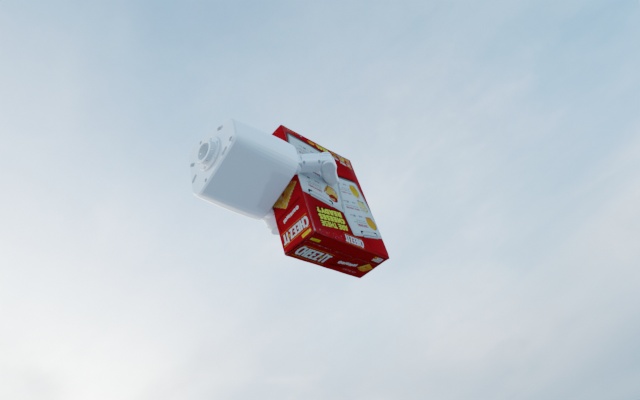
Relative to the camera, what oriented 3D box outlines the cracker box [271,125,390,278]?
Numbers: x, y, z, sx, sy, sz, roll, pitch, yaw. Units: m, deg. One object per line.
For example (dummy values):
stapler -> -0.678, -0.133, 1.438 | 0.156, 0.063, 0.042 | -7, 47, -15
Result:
cracker box -> 0.000, 0.002, 0.740 | 0.164, 0.213, 0.072 | 23, -53, -40
